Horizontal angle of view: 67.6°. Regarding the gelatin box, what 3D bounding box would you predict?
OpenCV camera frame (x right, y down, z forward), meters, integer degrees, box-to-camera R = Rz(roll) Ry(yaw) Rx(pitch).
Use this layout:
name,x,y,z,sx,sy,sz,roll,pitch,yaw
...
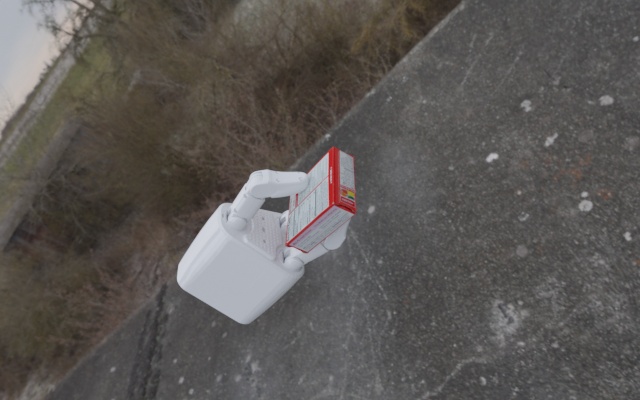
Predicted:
name,x,y,z,sx,sy,sz,roll,pitch,yaw
gelatin box,0.000,0.001,0.483,0.030,0.073,0.089,23,-44,-24
